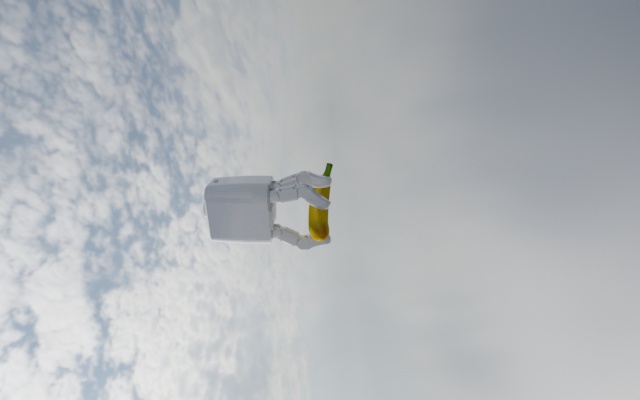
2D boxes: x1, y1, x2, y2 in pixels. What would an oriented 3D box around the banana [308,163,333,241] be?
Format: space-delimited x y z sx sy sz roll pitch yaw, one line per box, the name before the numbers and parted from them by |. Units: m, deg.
banana | -0.002 0.015 0.838 0.037 0.070 0.197 6 40 -2
